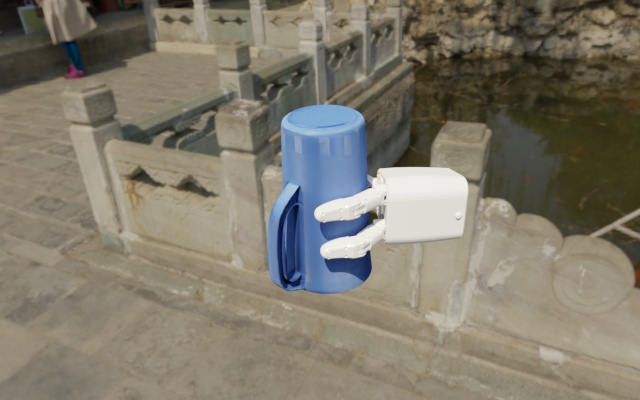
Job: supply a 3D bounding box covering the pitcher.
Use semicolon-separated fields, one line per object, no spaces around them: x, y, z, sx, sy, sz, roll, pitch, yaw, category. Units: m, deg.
0.000;0.002;0.657;0.145;0.243;0.149;-3;28;0;pitcher
